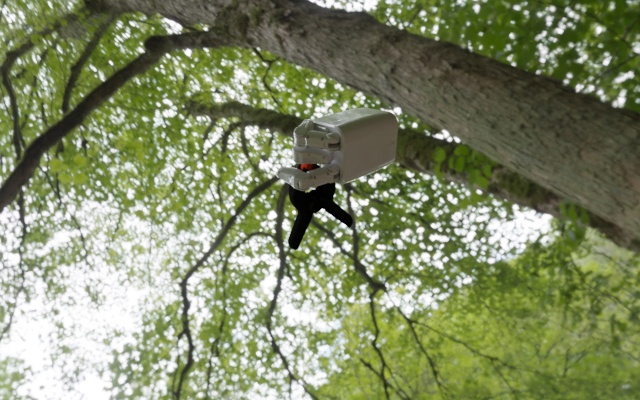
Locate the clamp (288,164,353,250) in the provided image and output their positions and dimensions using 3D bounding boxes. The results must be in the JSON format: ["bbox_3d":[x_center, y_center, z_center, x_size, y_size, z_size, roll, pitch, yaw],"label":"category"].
[{"bbox_3d":[0.000,0.002,0.791,0.120,0.172,0.039,-19,44,-22],"label":"clamp"}]
